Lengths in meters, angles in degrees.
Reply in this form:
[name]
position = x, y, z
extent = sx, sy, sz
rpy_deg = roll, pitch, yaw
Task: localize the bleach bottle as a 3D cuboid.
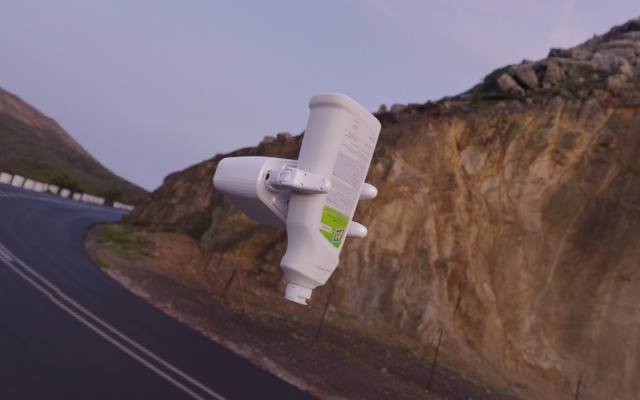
[bleach bottle]
position = 0.000, 0.002, 0.595
extent = 0.068, 0.250, 0.102
rpy_deg = 8, -13, 44
